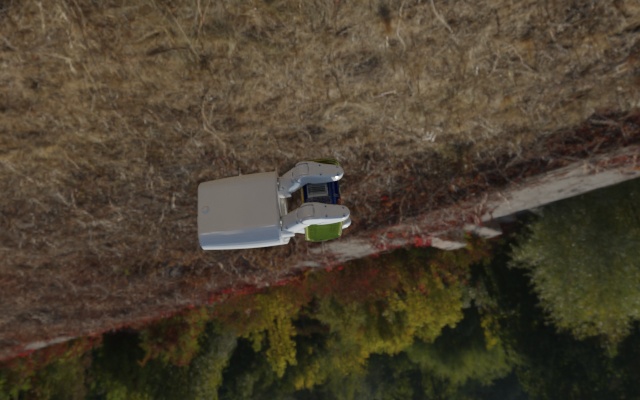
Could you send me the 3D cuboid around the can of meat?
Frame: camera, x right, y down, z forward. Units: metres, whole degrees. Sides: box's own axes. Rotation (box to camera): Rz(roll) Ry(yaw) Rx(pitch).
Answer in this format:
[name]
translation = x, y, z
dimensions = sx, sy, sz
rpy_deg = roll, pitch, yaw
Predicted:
[can of meat]
translation = 0.000, 0.002, 0.653
dimensions = 0.057, 0.084, 0.102
rpy_deg = -5, -22, -2
